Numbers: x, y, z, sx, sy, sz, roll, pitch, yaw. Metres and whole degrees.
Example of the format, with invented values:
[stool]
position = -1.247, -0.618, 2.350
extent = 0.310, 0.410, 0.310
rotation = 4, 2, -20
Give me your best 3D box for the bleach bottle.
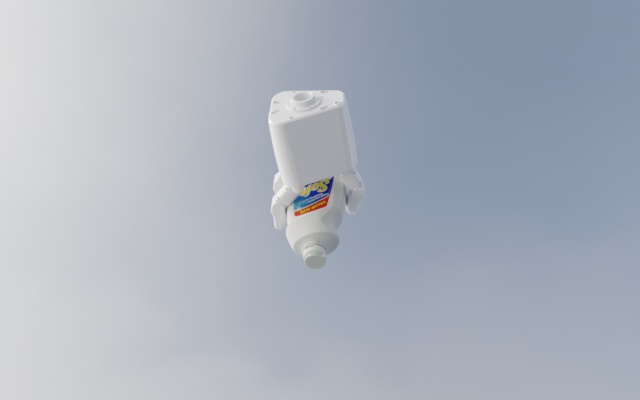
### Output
[bleach bottle]
position = 0.000, 0.002, 0.737
extent = 0.102, 0.068, 0.250
rotation = -8, 39, 6
